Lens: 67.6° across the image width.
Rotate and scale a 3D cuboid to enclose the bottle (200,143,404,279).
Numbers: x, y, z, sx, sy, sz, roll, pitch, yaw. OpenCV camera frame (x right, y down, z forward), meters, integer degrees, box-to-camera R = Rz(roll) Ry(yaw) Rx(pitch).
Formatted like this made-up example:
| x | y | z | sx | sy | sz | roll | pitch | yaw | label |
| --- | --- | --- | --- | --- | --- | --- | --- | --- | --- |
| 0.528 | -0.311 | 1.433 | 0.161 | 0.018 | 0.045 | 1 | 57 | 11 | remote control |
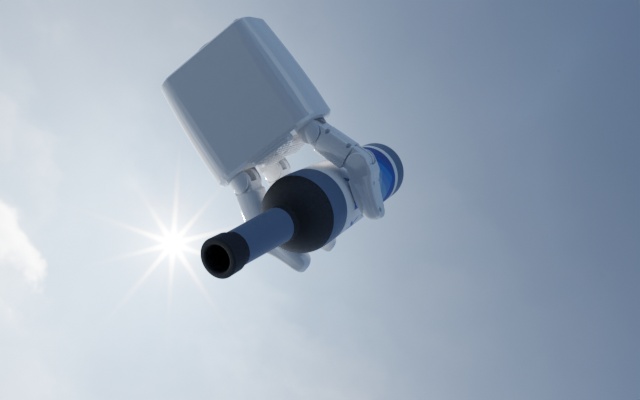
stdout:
| x | y | z | sx | sy | sz | roll | pitch | yaw | label |
| --- | --- | --- | --- | --- | --- | --- | --- | --- | --- |
| 0.000 | 0.001 | 0.422 | 0.069 | 0.069 | 0.295 | 0 | 14 | 27 | bottle |
